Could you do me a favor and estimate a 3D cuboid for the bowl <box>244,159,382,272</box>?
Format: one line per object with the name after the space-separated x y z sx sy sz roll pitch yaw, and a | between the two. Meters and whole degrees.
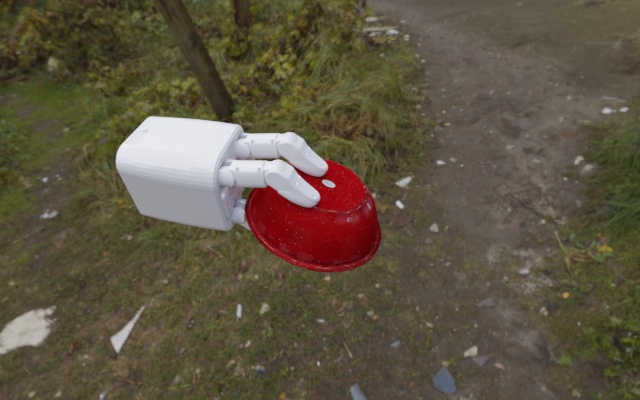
0.001 0.002 0.534 0.162 0.055 0.162 12 39 -10 | bowl
